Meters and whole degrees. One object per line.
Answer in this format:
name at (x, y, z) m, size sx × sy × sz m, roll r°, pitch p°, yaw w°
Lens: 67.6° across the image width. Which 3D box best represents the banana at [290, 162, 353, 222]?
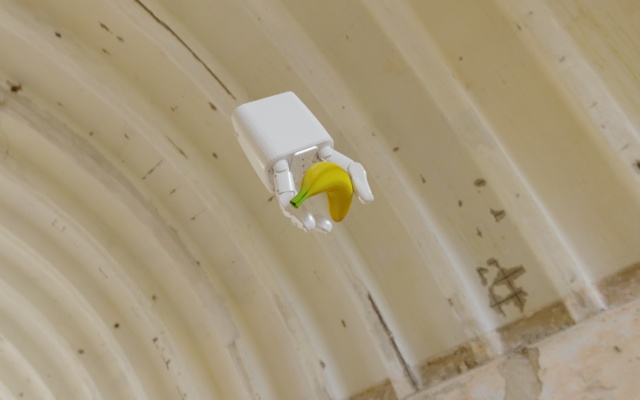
banana at (0.011, -0.012, 0.628) m, size 0.037 × 0.069 × 0.198 m, roll 43°, pitch 6°, yaw 20°
